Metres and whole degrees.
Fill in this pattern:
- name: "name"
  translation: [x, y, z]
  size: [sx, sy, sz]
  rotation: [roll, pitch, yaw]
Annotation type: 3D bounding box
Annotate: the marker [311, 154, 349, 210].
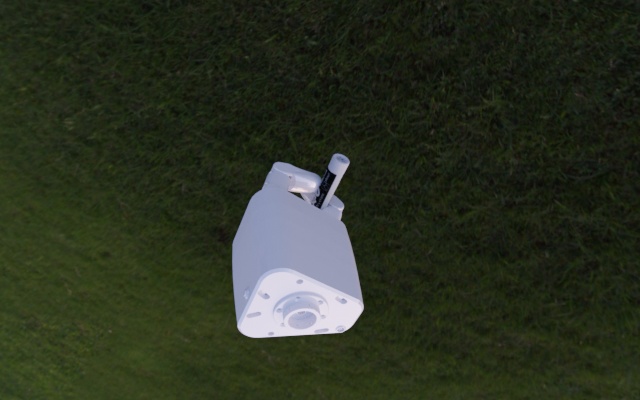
- name: "marker"
  translation: [0.000, 0.002, 0.533]
  size: [0.020, 0.121, 0.020]
  rotation: [18, 34, -12]
